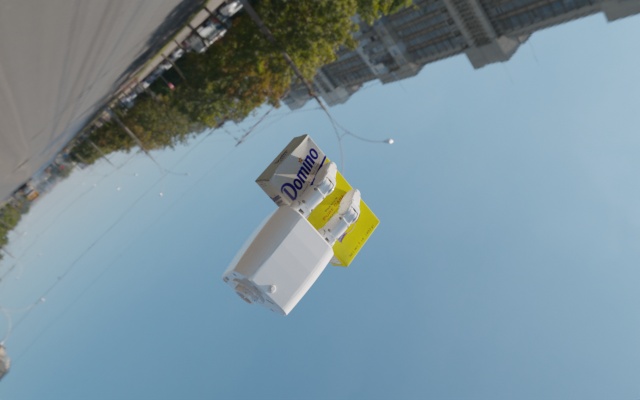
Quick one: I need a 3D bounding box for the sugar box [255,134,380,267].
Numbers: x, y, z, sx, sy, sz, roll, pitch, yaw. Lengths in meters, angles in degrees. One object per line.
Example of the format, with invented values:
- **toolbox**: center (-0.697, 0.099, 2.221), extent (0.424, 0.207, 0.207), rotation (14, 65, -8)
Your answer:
- **sugar box**: center (0.000, 0.002, 0.678), extent (0.176, 0.093, 0.048), rotation (49, -26, -24)
